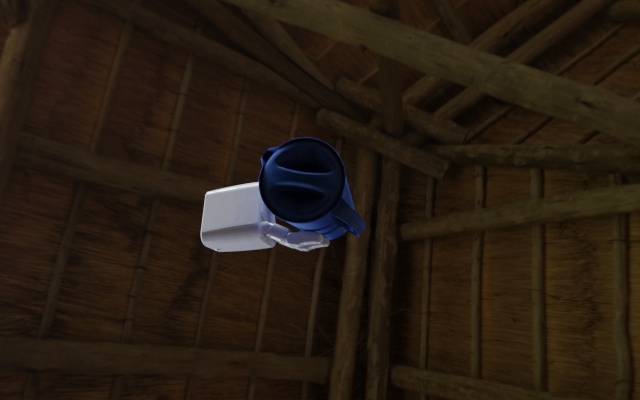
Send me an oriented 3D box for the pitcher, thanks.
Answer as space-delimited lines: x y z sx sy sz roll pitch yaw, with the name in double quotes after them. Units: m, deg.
0.000 0.003 0.814 0.145 0.149 0.243 -10 -16 9 "pitcher"
